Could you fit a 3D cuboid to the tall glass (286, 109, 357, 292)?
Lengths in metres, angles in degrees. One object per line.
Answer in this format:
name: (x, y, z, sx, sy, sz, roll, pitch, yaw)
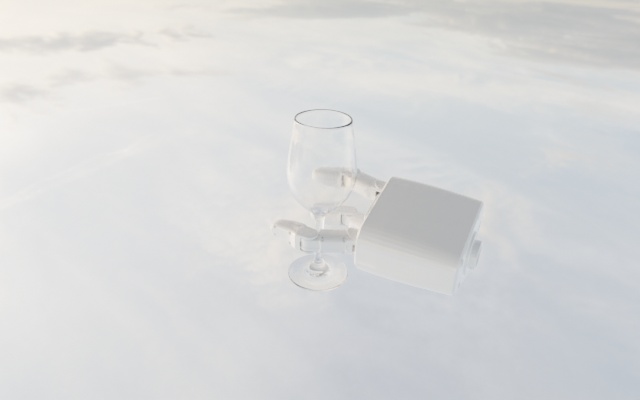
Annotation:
tall glass: (0.000, 0.002, 0.544, 0.079, 0.201, 0.079, 1, 28, -1)
